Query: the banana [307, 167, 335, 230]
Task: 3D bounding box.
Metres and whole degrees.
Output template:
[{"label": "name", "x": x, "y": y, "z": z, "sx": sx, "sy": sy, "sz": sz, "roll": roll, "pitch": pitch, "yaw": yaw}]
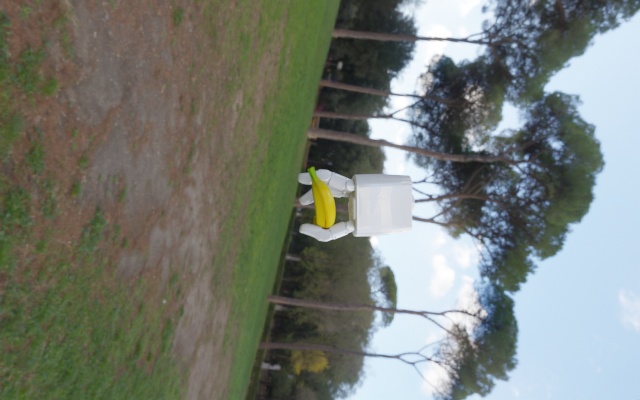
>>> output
[{"label": "banana", "x": 0.005, "y": 0.017, "z": 0.878, "sx": 0.037, "sy": 0.069, "sz": 0.198, "roll": -13, "pitch": -30, "yaw": -6}]
